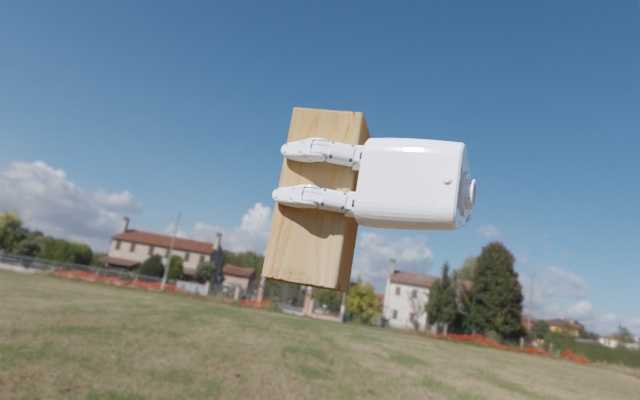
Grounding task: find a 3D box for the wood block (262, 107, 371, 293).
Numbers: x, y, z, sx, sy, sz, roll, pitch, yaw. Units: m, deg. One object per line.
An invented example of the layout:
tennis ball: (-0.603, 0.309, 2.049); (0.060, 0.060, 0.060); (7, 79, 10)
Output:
wood block: (0.001, 0.002, 0.589); (0.090, 0.206, 0.091); (7, -12, 14)
